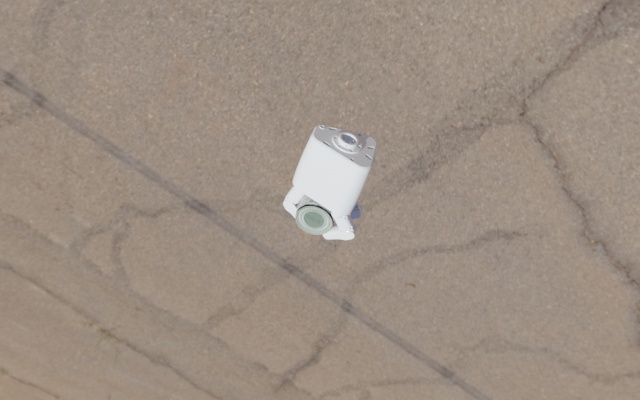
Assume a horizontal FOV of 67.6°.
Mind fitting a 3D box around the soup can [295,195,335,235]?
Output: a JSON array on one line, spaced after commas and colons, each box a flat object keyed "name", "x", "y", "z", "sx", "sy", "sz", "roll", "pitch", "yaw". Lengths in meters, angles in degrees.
[{"name": "soup can", "x": 0.000, "y": 0.003, "z": 0.840, "sx": 0.068, "sy": 0.069, "sz": 0.102, "roll": 0, "pitch": 39, "yaw": 17}]
